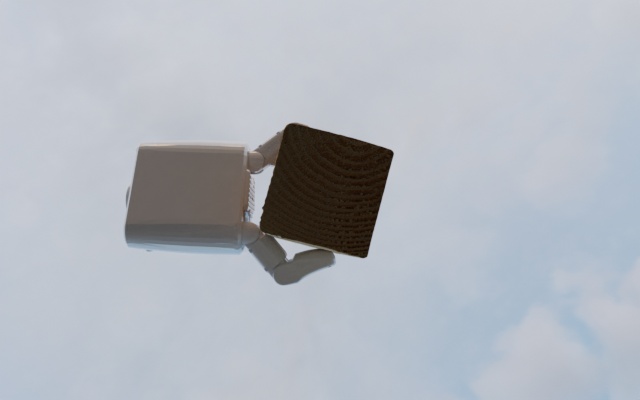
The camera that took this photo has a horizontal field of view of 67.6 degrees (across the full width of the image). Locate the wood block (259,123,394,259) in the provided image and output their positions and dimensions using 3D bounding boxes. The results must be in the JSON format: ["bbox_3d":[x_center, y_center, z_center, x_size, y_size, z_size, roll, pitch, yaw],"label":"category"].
[{"bbox_3d":[0.000,0.001,0.470,0.090,0.091,0.206,15,-6,-2],"label":"wood block"}]
